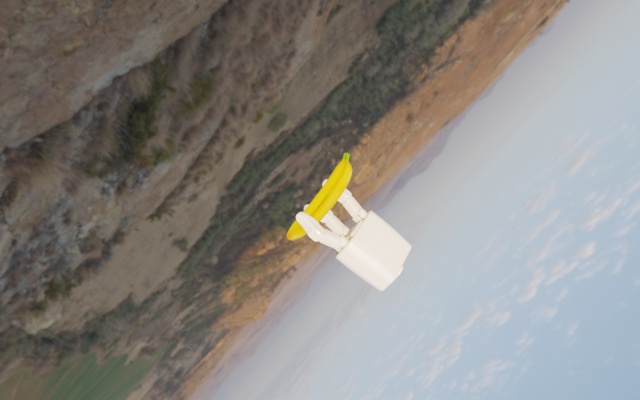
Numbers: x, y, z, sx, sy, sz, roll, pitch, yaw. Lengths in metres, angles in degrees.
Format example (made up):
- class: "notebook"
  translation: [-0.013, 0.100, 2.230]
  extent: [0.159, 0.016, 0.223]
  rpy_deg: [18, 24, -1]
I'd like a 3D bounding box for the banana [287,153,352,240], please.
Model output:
- class: "banana"
  translation: [0.002, 0.004, 0.870]
  extent: [0.037, 0.198, 0.069]
  rpy_deg: [36, 9, -7]
